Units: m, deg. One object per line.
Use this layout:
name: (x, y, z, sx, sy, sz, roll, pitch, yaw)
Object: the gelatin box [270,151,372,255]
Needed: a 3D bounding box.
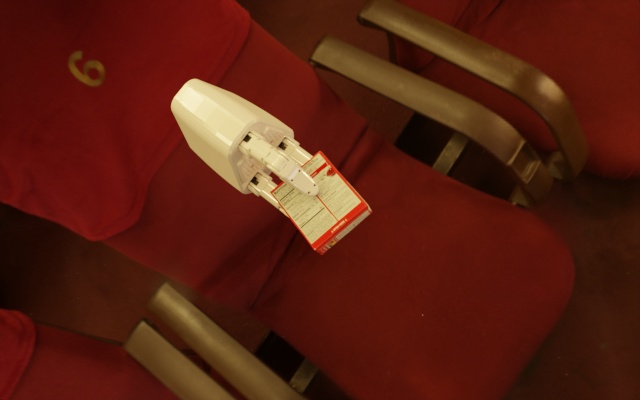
gelatin box: (0.000, 0.002, 0.520, 0.073, 0.089, 0.030, -40, -24, 2)
